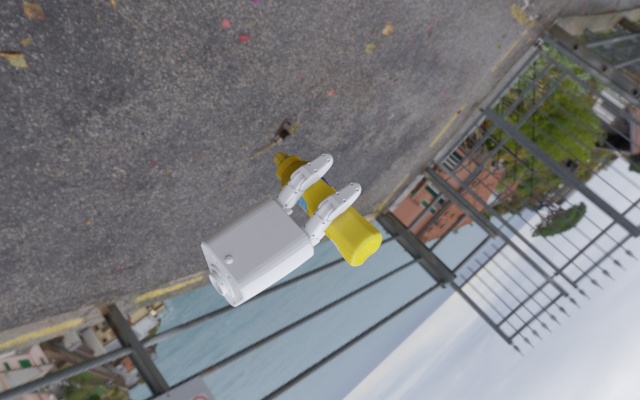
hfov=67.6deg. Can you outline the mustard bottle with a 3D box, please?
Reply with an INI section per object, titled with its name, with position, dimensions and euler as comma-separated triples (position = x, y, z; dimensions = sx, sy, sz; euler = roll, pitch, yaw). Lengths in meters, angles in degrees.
[mustard bottle]
position = 0.001, 0.002, 0.657
dimensions = 0.058, 0.191, 0.096
euler = -42, -19, -4
